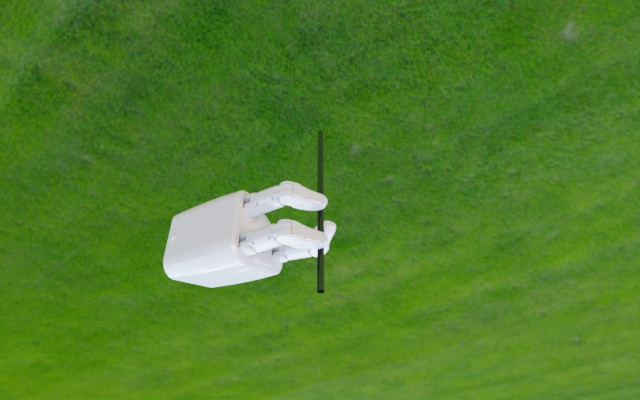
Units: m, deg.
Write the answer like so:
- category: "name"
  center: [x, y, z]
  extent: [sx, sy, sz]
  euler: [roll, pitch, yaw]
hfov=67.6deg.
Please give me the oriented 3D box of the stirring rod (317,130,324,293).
- category: "stirring rod"
  center: [0.000, 0.002, 0.583]
  extent: [0.011, 0.239, 0.011]
  euler: [0, -37, 0]
